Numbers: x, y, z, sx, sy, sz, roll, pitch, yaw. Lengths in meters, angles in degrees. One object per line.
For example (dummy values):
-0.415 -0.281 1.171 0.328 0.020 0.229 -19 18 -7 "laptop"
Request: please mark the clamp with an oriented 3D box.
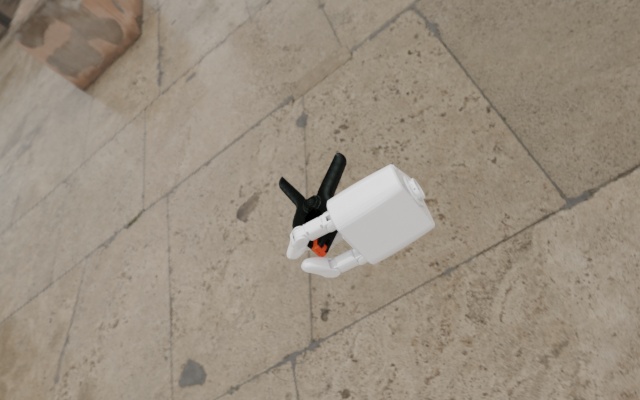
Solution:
0.000 0.002 0.728 0.120 0.171 0.039 -32 -41 18 "clamp"
